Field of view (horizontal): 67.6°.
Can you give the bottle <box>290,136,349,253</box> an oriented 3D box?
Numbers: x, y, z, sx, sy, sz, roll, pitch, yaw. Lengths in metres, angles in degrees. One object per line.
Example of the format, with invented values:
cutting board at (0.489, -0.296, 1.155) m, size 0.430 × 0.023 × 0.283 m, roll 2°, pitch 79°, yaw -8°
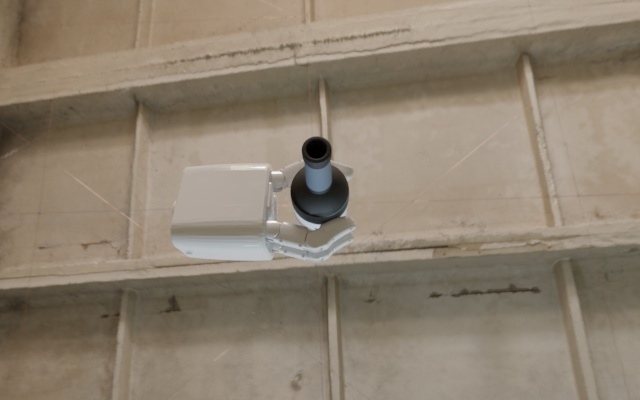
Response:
bottle at (0.000, 0.002, 0.570) m, size 0.069 × 0.069 × 0.296 m, roll 0°, pitch -19°, yaw 1°
